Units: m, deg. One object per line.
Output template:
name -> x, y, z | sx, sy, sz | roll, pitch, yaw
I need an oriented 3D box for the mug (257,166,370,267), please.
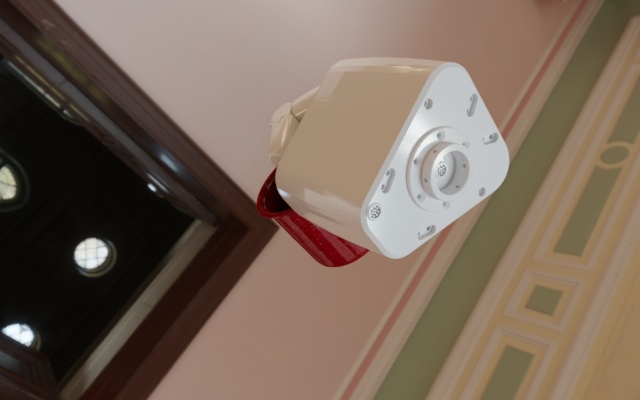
mug -> -0.001, 0.001, 0.429 | 0.081, 0.093, 0.117 | 48, -10, -30
